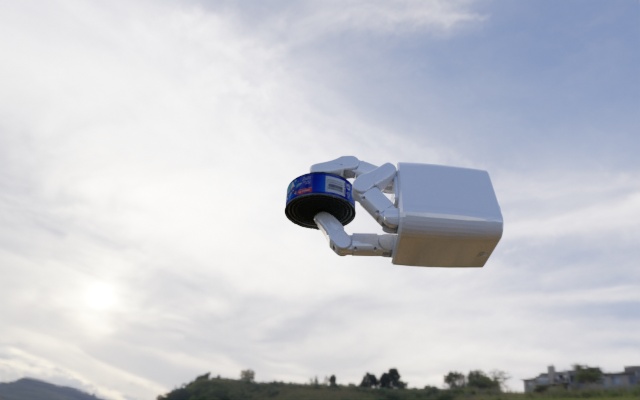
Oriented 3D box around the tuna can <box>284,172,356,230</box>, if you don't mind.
[{"bbox_3d":[0.000,0.001,0.578,0.086,0.033,0.086,2,-31,1],"label":"tuna can"}]
